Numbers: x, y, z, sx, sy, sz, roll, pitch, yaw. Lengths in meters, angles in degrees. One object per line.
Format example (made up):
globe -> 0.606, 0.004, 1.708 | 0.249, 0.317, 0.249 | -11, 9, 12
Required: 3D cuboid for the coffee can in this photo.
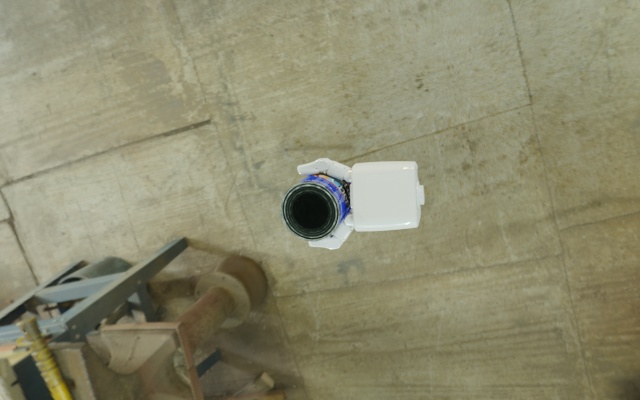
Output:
coffee can -> 0.000, 0.003, 0.848 | 0.103, 0.103, 0.140 | 0, 14, 15
